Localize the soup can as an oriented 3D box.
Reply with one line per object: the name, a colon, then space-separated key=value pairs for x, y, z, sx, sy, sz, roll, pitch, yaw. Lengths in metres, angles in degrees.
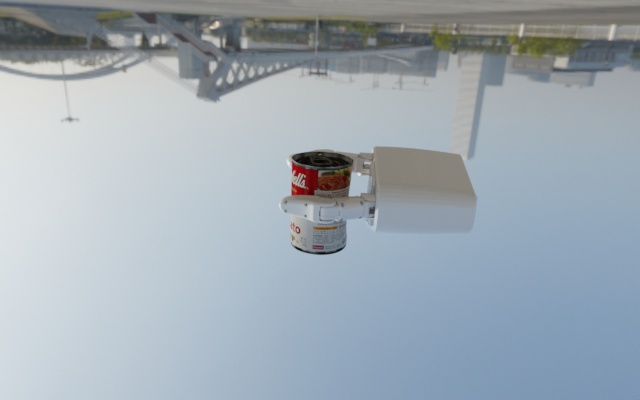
soup can: x=0.000 y=0.002 z=0.541 sx=0.068 sy=0.102 sz=0.068 roll=3 pitch=20 yaw=-1
